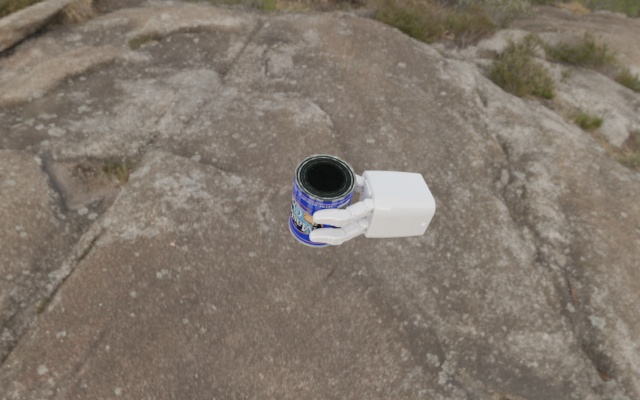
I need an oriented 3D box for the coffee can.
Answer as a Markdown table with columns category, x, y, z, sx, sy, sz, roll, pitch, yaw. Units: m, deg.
| category | x | y | z | sx | sy | sz | roll | pitch | yaw |
| --- | --- | --- | --- | --- | --- | --- | --- | --- | --- |
| coffee can | 0.000 | 0.003 | 0.838 | 0.103 | 0.102 | 0.140 | 0 | -37 | -9 |
